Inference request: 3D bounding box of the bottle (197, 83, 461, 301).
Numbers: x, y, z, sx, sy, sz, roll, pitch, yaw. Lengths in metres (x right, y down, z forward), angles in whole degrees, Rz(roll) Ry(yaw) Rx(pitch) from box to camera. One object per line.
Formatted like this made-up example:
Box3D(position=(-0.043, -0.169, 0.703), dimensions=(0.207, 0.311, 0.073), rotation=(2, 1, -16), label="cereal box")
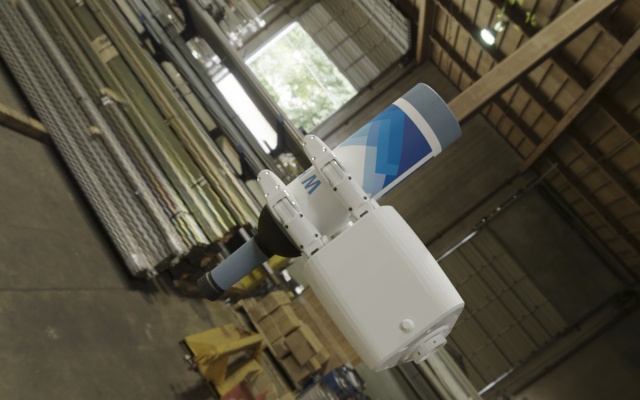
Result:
Box3D(position=(0.000, 0.001, 0.475), dimensions=(0.296, 0.069, 0.069), rotation=(-38, -2, 3), label="bottle")
